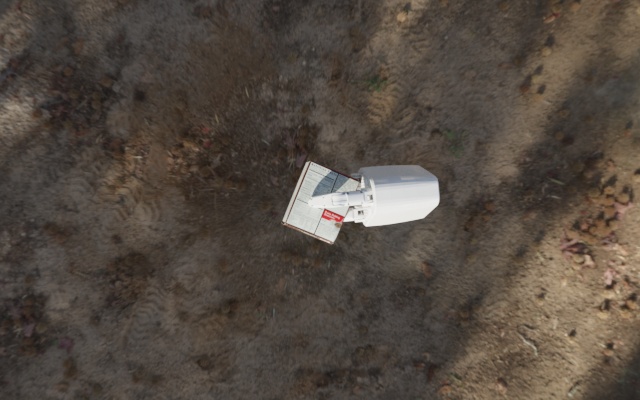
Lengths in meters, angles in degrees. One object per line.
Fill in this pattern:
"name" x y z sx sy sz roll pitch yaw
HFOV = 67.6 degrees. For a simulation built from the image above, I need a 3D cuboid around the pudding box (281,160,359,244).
"pudding box" 0.000 0.003 0.770 0.090 0.113 0.039 23 -5 -9
